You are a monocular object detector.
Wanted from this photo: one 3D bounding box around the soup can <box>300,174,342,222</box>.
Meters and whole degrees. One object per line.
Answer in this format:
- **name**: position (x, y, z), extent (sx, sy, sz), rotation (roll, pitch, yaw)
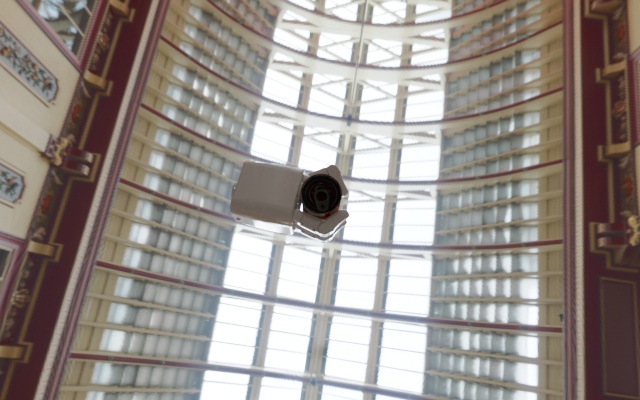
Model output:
- **soup can**: position (0.001, 0.003, 0.820), extent (0.068, 0.068, 0.102), rotation (0, -16, -1)
